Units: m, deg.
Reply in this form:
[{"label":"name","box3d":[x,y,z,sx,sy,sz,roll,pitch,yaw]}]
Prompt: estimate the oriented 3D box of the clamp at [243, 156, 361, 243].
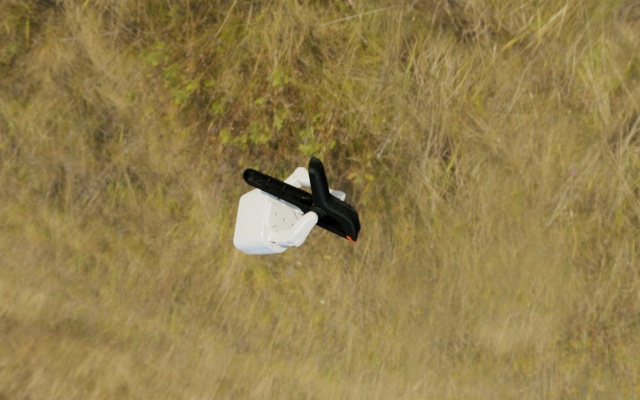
[{"label":"clamp","box3d":[0.000,0.003,0.733,0.210,0.036,0.164,37,-27,-28]}]
